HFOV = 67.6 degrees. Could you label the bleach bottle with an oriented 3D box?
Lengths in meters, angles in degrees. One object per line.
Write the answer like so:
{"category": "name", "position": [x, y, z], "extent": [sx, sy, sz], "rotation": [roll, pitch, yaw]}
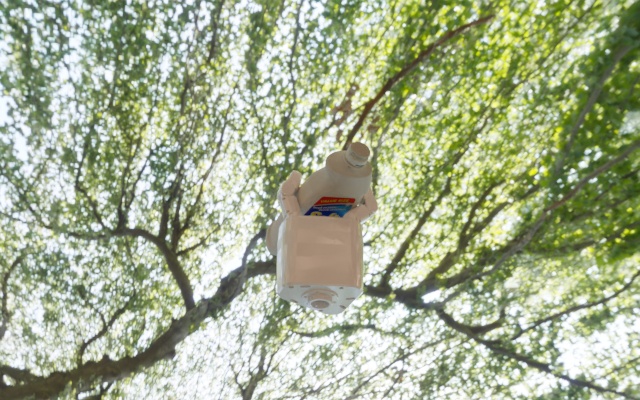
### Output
{"category": "bleach bottle", "position": [0.000, 0.002, 0.721], "extent": [0.102, 0.068, 0.251], "rotation": [14, -40, -16]}
